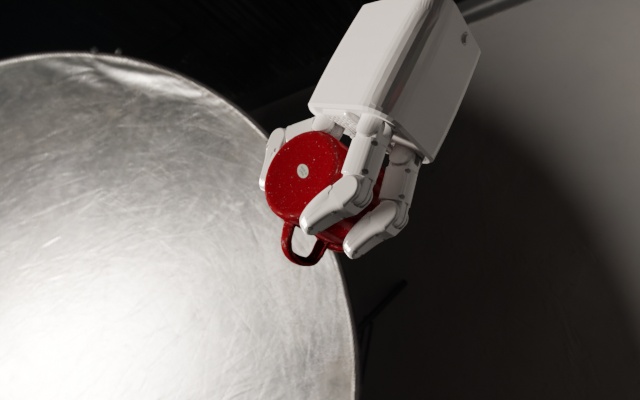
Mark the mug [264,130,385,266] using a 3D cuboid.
[{"bbox_3d":[-0.001,0.003,0.421,0.093,0.117,0.081,22,-6,42],"label":"mug"}]
